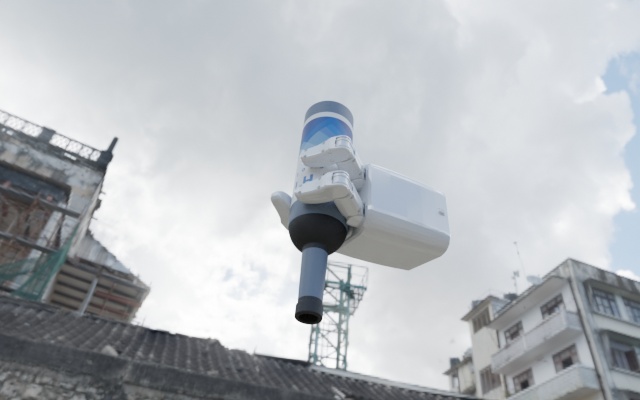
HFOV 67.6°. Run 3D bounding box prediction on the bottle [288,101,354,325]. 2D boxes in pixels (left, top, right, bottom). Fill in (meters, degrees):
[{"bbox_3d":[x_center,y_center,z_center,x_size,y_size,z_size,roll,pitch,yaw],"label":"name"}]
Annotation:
[{"bbox_3d":[0.000,0.002,0.550,0.069,0.295,0.069,3,-41,3],"label":"bottle"}]
